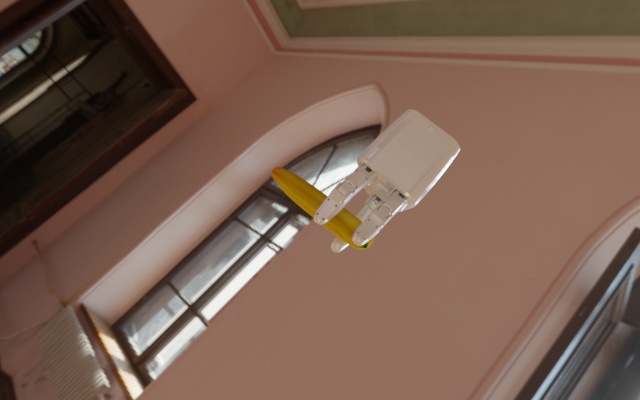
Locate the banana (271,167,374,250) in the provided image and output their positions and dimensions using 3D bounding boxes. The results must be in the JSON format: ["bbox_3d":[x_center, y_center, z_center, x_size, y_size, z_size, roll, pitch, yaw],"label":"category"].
[{"bbox_3d":[0.009,0.013,0.656,0.197,0.037,0.070,36,-11,35],"label":"banana"}]
